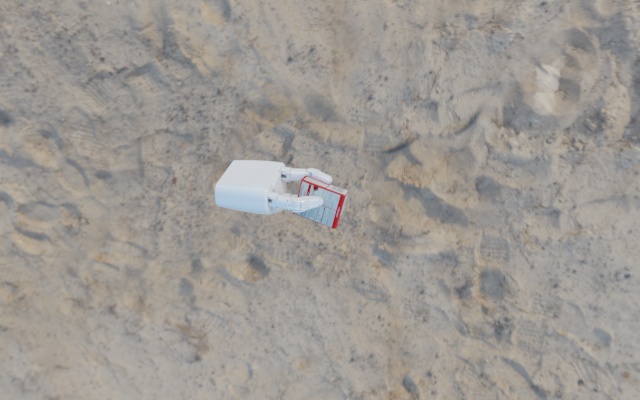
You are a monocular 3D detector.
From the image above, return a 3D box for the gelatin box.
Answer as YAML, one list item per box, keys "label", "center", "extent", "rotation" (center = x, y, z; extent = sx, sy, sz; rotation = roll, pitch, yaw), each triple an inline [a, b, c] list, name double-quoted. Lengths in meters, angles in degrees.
- label: "gelatin box"
  center: [0.000, 0.003, 0.889]
  extent: [0.089, 0.073, 0.030]
  rotation: [20, 25, 13]
